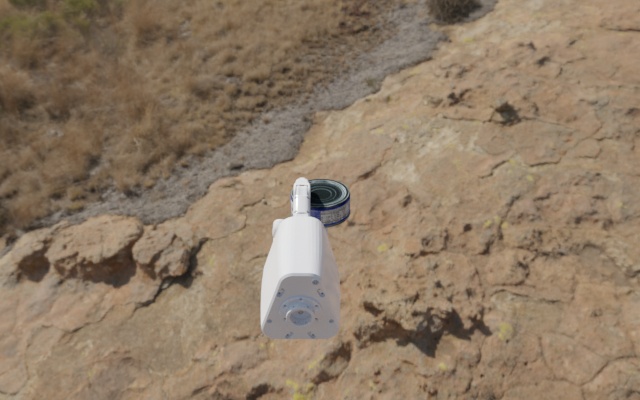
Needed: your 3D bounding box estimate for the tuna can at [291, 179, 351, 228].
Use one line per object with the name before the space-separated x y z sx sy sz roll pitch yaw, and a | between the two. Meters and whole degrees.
tuna can | 0.000 0.002 0.680 0.086 0.034 0.086 -1 30 1
